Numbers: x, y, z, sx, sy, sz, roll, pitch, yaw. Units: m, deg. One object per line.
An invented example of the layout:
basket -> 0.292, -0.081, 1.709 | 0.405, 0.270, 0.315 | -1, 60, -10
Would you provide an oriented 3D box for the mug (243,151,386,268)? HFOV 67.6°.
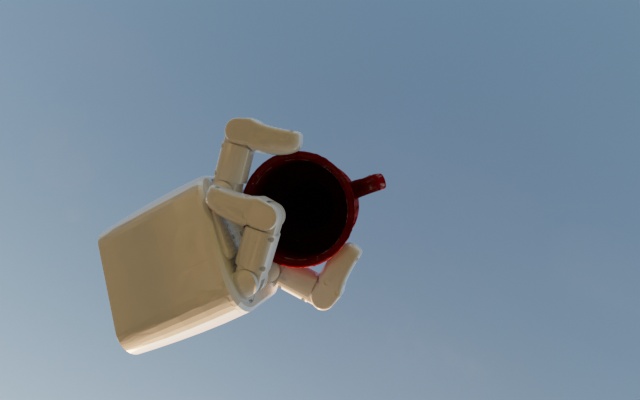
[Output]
mug -> 0.001, 0.001, 0.413 | 0.117, 0.093, 0.081 | -22, -2, 12
